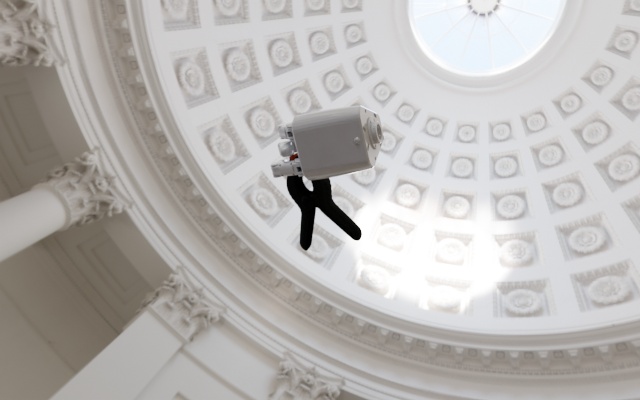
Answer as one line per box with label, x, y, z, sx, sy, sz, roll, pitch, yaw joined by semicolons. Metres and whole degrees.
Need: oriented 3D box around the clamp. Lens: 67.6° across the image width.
clamp;0.000;0.002;0.780;0.120;0.171;0.039;-7;20;26
